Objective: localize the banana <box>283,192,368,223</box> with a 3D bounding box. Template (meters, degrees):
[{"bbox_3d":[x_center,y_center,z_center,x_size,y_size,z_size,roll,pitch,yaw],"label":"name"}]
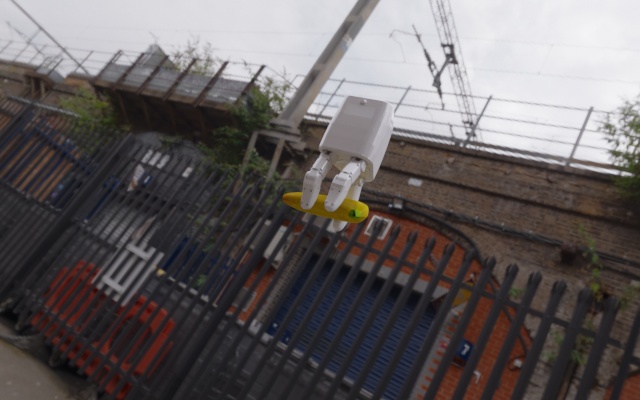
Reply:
[{"bbox_3d":[0.016,0.009,0.784,0.070,0.037,0.198,24,-9,-36],"label":"banana"}]
